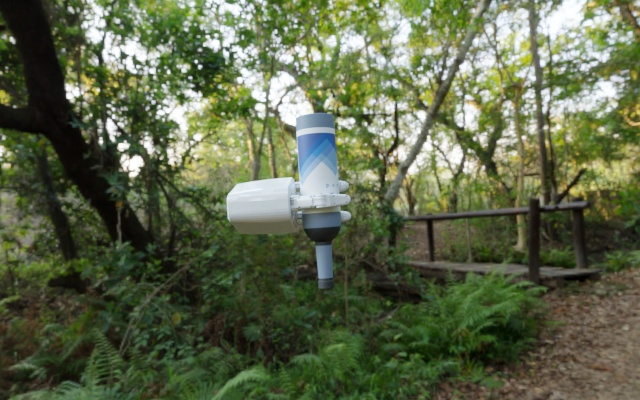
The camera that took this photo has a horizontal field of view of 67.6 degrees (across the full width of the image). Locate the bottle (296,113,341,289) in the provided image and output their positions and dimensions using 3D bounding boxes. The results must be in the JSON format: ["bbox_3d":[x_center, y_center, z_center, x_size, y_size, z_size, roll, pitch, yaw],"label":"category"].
[{"bbox_3d":[0.000,0.002,0.821,0.069,0.295,0.069,-4,-2,0],"label":"bottle"}]
